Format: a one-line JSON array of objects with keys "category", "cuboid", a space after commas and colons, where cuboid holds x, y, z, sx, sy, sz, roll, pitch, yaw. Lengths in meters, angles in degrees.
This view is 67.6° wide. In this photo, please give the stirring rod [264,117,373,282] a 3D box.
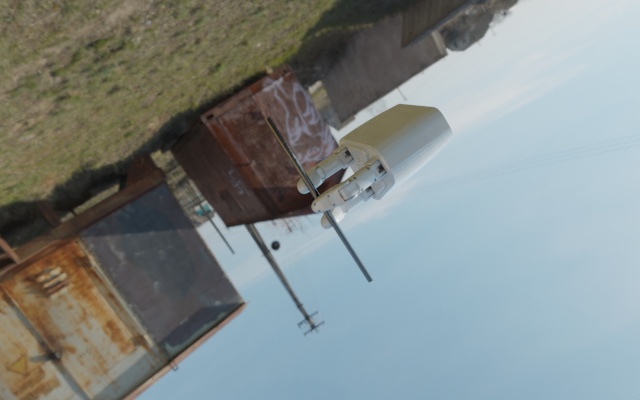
[{"category": "stirring rod", "cuboid": [0.000, 0.002, 0.590, 0.011, 0.239, 0.011, -32, 9, 6]}]
